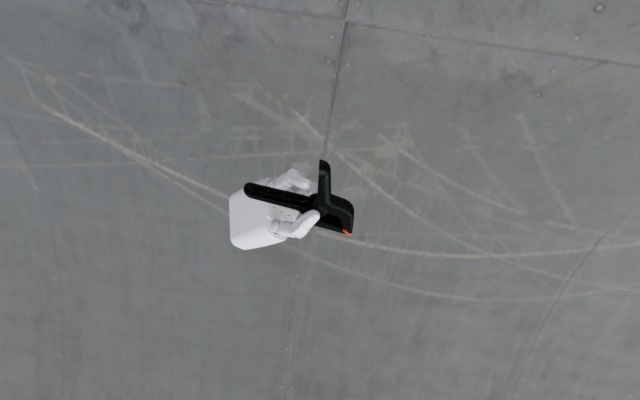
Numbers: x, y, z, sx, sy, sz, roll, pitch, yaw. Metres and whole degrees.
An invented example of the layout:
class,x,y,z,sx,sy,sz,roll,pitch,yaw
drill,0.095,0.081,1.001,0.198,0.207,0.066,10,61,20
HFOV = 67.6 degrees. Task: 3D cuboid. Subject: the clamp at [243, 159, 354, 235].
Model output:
class,x,y,z,sx,sy,sz,roll,pitch,yaw
clamp,0.000,0.004,0.796,0.164,0.036,0.210,-19,-37,39
